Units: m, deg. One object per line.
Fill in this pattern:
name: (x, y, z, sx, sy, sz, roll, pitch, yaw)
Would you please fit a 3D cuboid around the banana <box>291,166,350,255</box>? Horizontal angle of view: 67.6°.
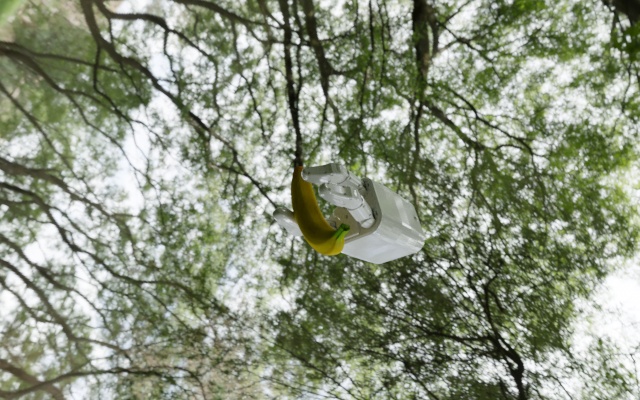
banana: (-0.006, 0.020, 0.647, 0.037, 0.070, 0.197, 15, 19, -29)
